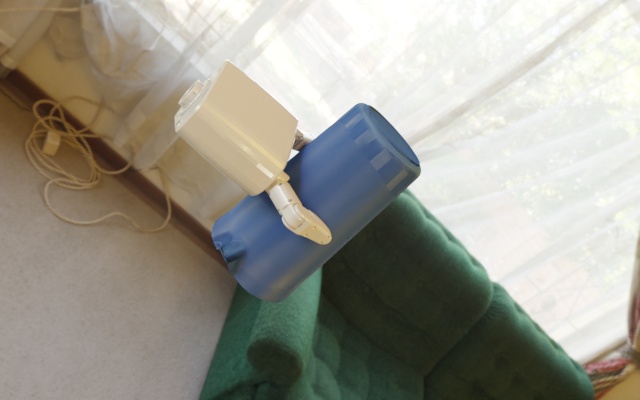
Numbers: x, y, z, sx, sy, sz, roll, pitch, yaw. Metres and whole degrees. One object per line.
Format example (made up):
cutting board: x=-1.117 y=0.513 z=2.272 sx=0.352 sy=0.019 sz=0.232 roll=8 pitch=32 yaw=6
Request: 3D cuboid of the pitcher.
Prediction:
pitcher: x=0.000 y=0.002 z=0.578 sx=0.145 sy=0.243 sz=0.149 roll=40 pitch=21 yaw=-25
